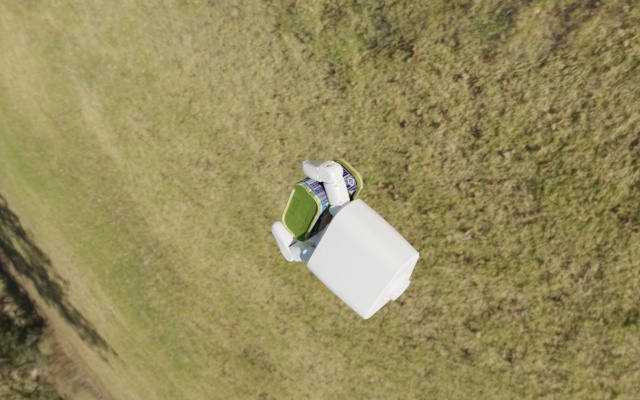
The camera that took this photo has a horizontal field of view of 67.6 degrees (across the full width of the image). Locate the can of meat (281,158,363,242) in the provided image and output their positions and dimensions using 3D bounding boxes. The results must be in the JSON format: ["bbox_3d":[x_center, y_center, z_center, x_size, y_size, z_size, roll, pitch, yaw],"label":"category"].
[{"bbox_3d":[0.000,0.002,0.659,0.084,0.057,0.102,-31,-23,-37],"label":"can of meat"}]
